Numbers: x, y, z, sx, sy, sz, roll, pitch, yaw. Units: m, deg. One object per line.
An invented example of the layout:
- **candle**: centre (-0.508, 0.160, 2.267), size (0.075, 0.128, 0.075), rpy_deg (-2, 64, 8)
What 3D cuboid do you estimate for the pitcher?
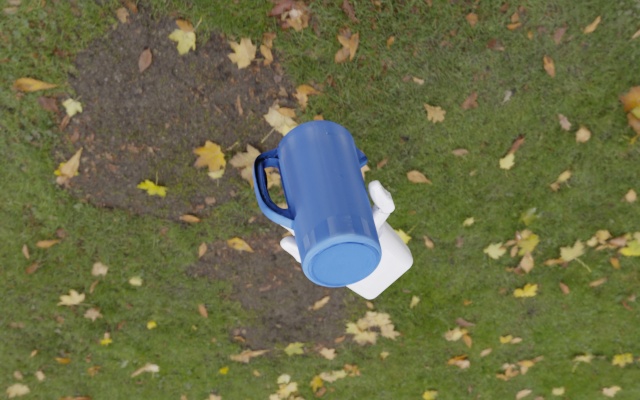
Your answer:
- **pitcher**: centre (0.000, 0.002, 0.704), size (0.149, 0.242, 0.145), rpy_deg (-32, -48, 18)
